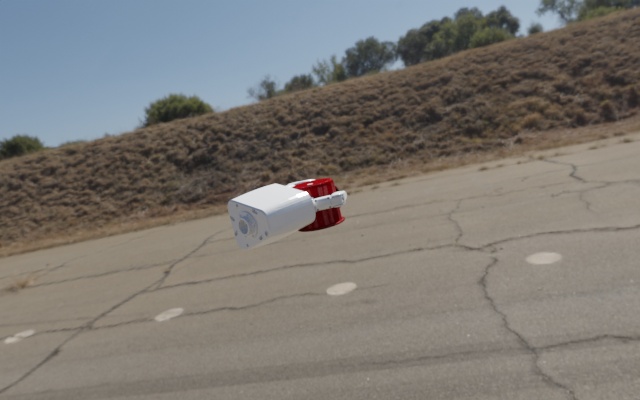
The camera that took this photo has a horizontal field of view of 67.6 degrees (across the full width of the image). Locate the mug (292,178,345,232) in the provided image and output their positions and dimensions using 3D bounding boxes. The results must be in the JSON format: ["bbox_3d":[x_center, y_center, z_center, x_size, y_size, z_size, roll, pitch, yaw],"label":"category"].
[{"bbox_3d":[0.001,0.002,0.901,0.093,0.081,0.117,-4,12,44],"label":"mug"}]
